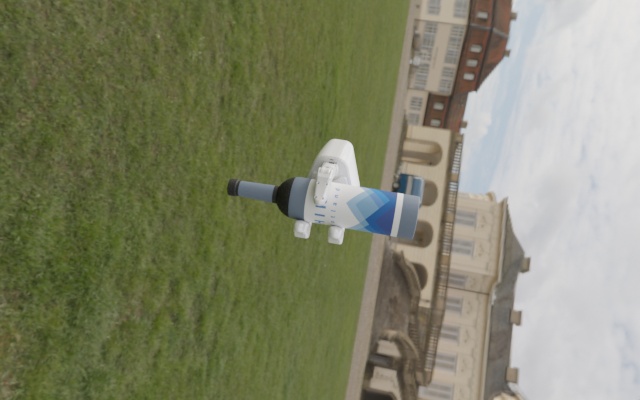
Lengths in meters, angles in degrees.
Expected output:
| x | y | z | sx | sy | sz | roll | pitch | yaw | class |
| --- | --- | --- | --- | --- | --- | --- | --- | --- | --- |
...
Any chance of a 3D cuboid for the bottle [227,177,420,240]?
| x | y | z | sx | sy | sz | roll | pitch | yaw | class |
| --- | --- | --- | --- | --- | --- | --- | --- | --- | --- |
| 0.000 | 0.002 | 0.740 | 0.295 | 0.069 | 0.069 | 10 | 1 | 7 | bottle |
